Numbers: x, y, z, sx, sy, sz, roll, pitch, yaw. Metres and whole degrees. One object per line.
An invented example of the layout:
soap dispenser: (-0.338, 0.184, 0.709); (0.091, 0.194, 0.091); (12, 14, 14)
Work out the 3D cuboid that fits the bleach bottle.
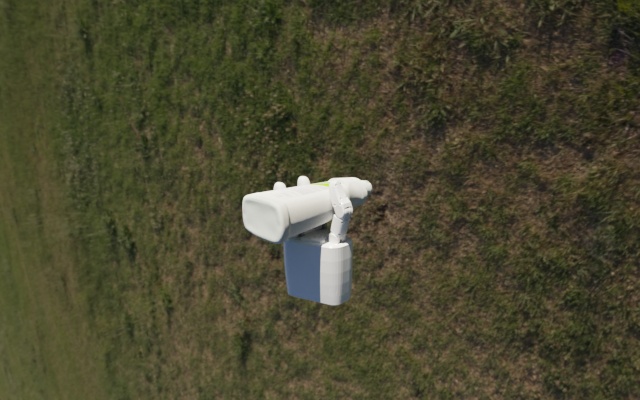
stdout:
bleach bottle: (0.000, 0.003, 0.788); (0.251, 0.068, 0.102); (-15, 21, -42)
